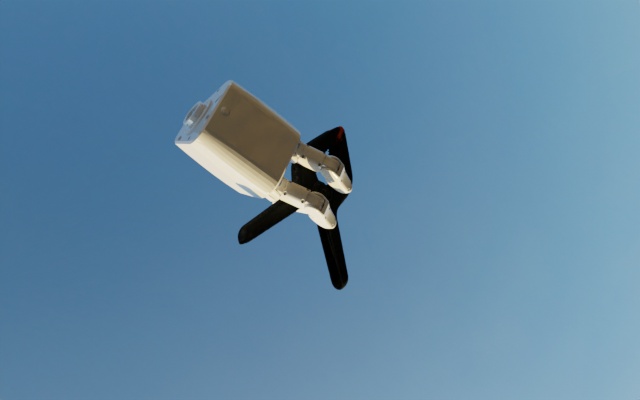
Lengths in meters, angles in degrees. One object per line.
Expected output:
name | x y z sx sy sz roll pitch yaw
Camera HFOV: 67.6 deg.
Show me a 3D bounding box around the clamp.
clamp | 0.000 0.002 0.620 0.165 0.210 0.036 38 -29 -28
